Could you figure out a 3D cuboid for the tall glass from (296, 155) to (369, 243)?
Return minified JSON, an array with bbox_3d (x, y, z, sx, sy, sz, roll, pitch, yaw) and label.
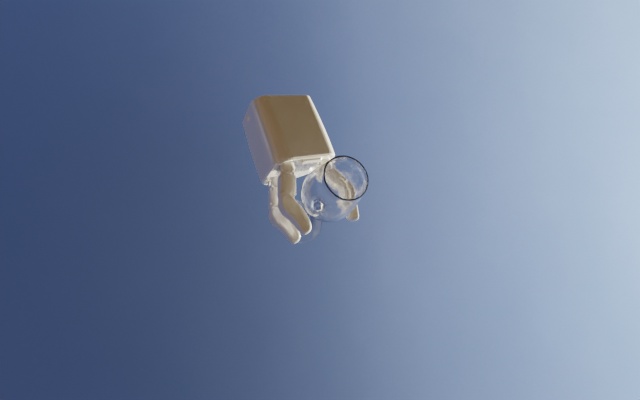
[{"bbox_3d":[0.000,0.003,0.690,0.079,0.079,0.201,0,-18,-21],"label":"tall glass"}]
